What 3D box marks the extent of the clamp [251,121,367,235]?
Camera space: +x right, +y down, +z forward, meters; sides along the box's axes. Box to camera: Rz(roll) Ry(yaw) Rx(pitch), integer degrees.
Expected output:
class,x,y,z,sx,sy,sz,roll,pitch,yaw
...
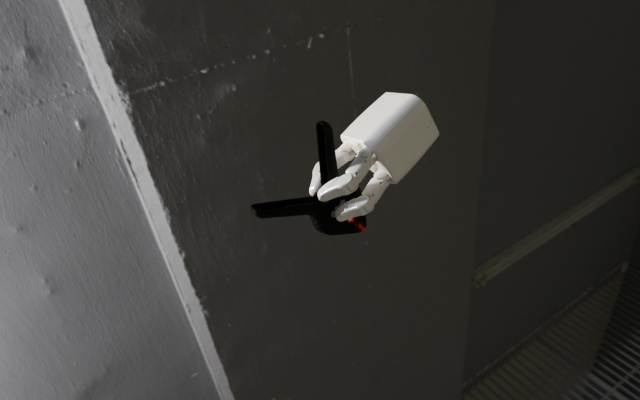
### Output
class,x,y,z,sx,sy,sz,roll,pitch,yaw
clamp,0.000,0.002,0.726,0.036,0.164,0.210,39,-7,47
